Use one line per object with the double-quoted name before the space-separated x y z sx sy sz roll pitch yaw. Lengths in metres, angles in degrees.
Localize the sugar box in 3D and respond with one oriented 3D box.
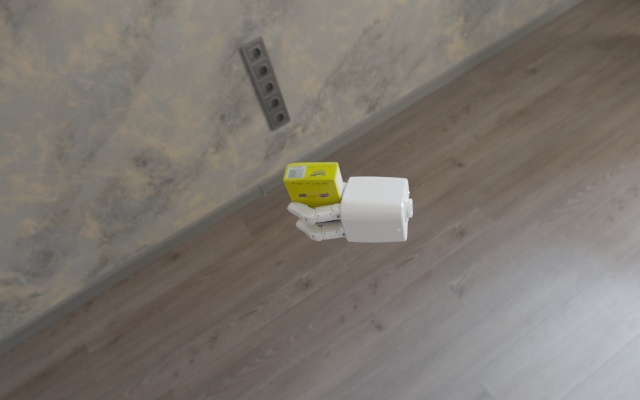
"sugar box" 0.000 0.003 0.872 0.093 0.048 0.176 0 -38 16
